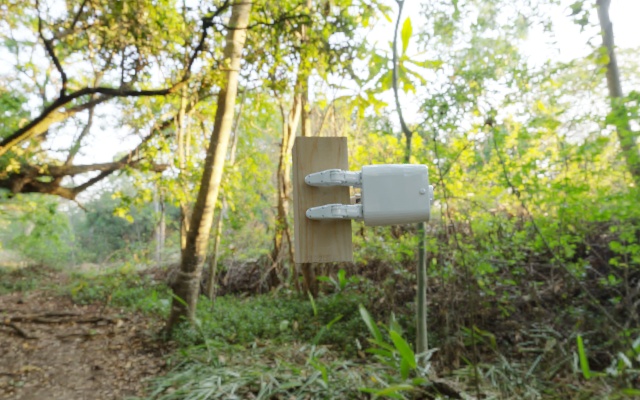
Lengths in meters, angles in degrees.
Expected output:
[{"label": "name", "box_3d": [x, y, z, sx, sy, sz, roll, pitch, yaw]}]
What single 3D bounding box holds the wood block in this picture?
[{"label": "wood block", "box_3d": [0.000, 0.003, 0.813, 0.090, 0.206, 0.091, -1, -8, -7]}]
